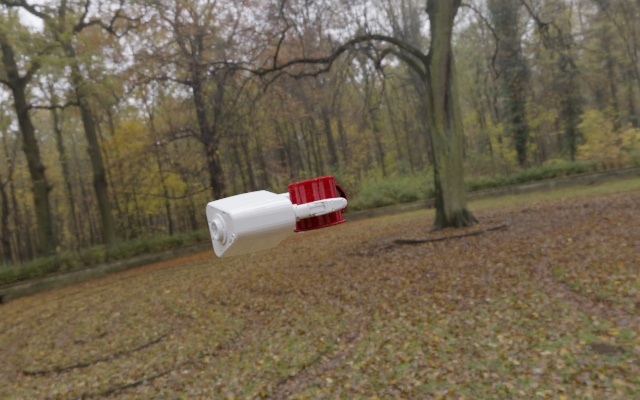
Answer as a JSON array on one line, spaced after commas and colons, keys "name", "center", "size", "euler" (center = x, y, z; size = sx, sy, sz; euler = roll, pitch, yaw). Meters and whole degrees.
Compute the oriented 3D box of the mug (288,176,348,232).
[{"name": "mug", "center": [0.001, 0.002, 0.824], "size": [0.117, 0.081, 0.093], "euler": [-13, 2, -36]}]
